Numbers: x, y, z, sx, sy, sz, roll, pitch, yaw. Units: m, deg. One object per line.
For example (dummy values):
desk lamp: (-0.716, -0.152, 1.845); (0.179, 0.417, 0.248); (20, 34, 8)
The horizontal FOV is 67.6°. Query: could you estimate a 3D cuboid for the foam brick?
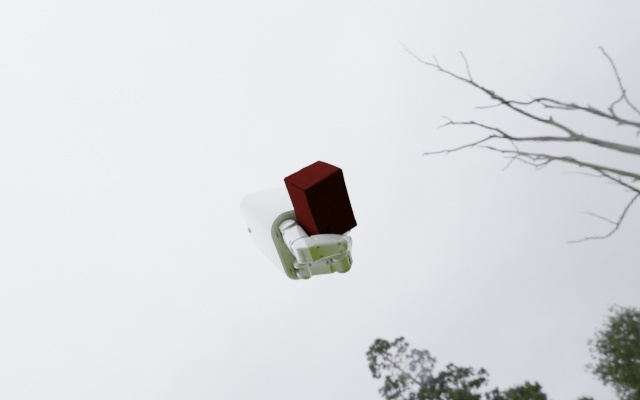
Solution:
foam brick: (0.000, 0.002, 0.546); (0.053, 0.078, 0.051); (-29, 31, -21)
